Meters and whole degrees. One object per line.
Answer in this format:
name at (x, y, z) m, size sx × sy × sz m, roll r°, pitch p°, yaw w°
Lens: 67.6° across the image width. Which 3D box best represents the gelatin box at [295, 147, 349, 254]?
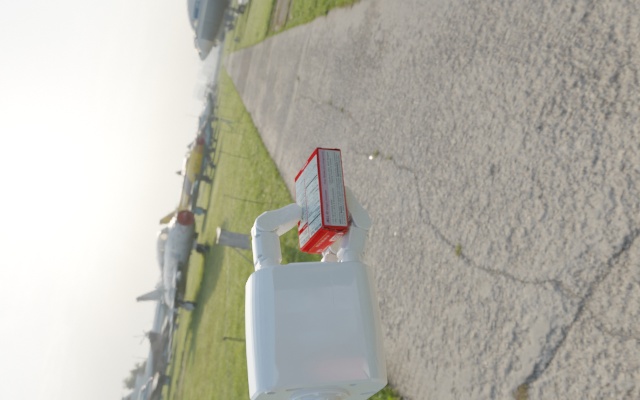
gelatin box at (0.000, 0.001, 0.488) m, size 0.030 × 0.089 × 0.073 m, roll 3°, pitch -24°, yaw -20°
